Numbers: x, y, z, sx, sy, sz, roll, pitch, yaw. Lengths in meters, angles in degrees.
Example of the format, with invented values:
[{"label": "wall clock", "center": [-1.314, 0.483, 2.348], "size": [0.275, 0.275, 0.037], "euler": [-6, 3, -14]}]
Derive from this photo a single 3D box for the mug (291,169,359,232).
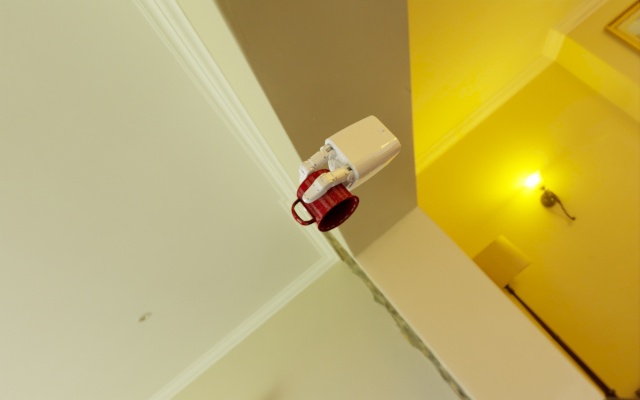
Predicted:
[{"label": "mug", "center": [-0.001, 0.003, 0.866], "size": [0.117, 0.081, 0.093], "euler": [-31, -26, -18]}]
